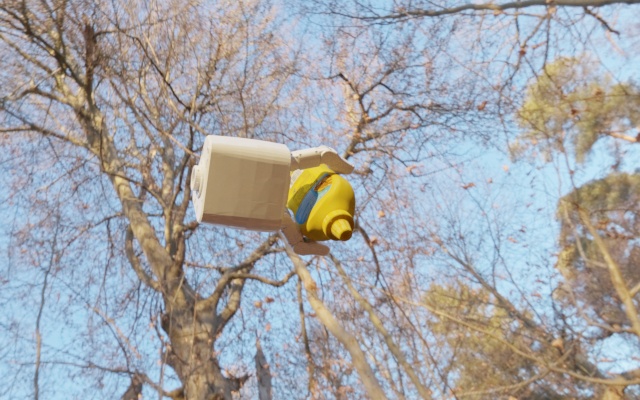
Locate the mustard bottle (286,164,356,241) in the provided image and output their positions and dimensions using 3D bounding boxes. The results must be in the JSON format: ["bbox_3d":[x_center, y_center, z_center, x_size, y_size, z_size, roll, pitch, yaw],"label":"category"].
[{"bbox_3d":[0.000,0.002,0.670,0.058,0.096,0.191,32,11,-31],"label":"mustard bottle"}]
